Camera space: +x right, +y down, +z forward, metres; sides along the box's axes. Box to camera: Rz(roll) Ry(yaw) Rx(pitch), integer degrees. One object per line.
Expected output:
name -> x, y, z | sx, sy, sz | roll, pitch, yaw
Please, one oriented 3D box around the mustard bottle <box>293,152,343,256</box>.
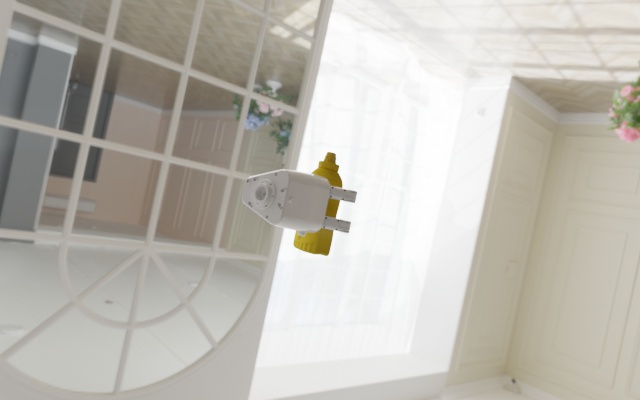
mustard bottle -> 0.000, 0.003, 0.899 | 0.058, 0.191, 0.096 | 12, 0, -27
